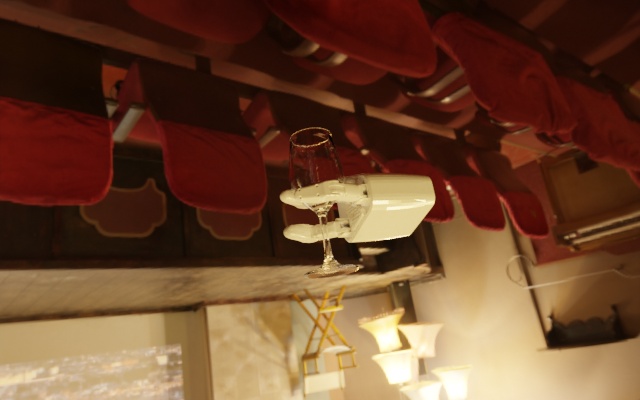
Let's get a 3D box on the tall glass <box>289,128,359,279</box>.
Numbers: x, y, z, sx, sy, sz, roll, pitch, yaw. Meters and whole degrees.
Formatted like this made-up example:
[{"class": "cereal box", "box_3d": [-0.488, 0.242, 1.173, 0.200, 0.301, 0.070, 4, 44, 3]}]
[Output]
[{"class": "tall glass", "box_3d": [0.000, 0.003, 0.663, 0.079, 0.201, 0.079, -8, -17, -3]}]
